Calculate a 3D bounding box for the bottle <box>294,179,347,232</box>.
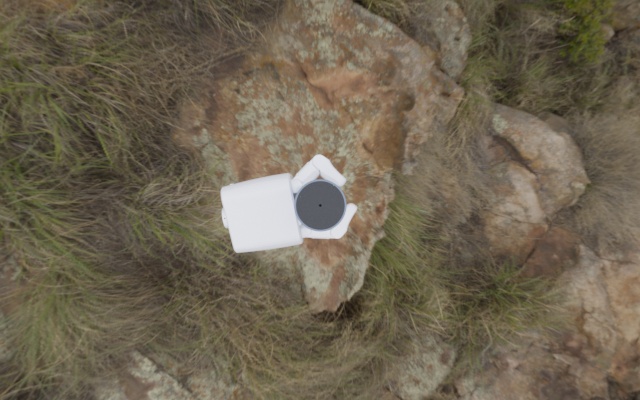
[{"bbox_3d":[0.000,0.002,0.748,0.069,0.069,0.295,0,2,0],"label":"bottle"}]
